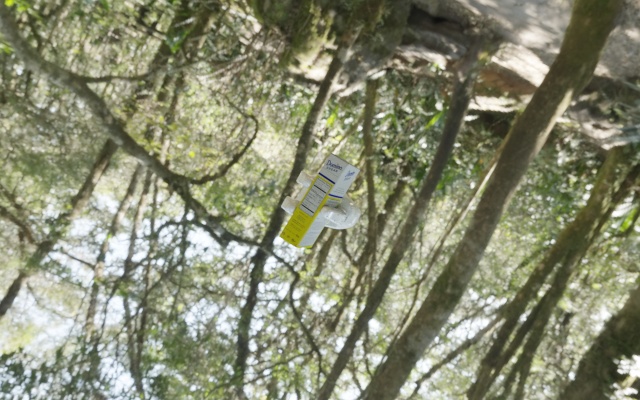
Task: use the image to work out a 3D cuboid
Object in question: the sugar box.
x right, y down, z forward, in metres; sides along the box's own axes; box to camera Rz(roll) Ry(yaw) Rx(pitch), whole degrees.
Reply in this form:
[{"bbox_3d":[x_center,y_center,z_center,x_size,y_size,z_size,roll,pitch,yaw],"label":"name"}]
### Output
[{"bbox_3d":[0.000,0.003,0.866,0.048,0.176,0.093,32,6,16],"label":"sugar box"}]
